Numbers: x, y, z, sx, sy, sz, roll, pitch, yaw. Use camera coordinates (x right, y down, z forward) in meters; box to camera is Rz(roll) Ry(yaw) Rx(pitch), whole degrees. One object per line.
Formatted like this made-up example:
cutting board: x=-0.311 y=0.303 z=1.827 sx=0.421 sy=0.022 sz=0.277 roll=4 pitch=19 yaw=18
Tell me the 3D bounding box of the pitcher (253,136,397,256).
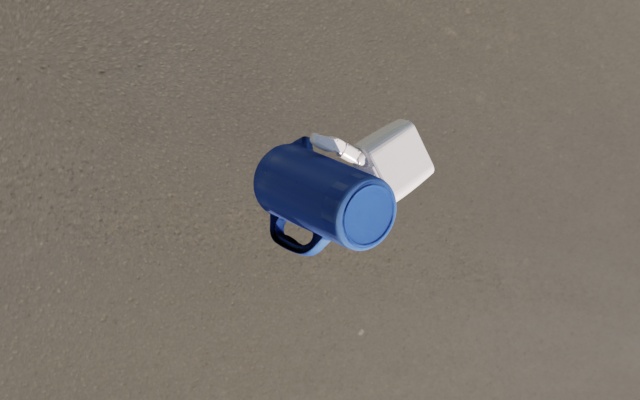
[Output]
pitcher: x=0.000 y=0.002 z=0.753 sx=0.145 sy=0.149 sz=0.242 roll=-32 pitch=29 yaw=-22
